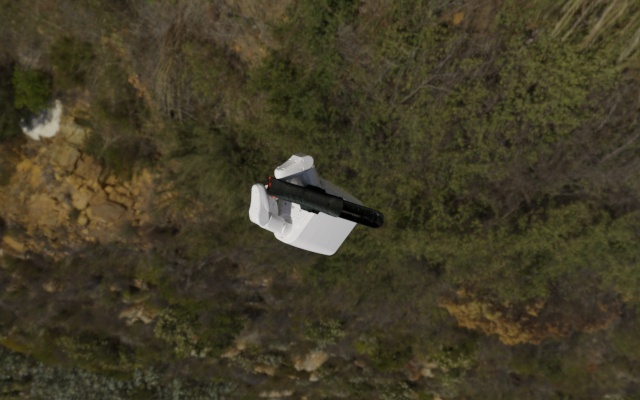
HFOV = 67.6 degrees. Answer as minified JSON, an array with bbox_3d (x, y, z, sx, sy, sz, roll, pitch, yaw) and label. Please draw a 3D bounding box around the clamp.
[{"bbox_3d":[0.000,0.003,0.643,0.171,0.039,0.120,20,-4,44],"label":"clamp"}]
